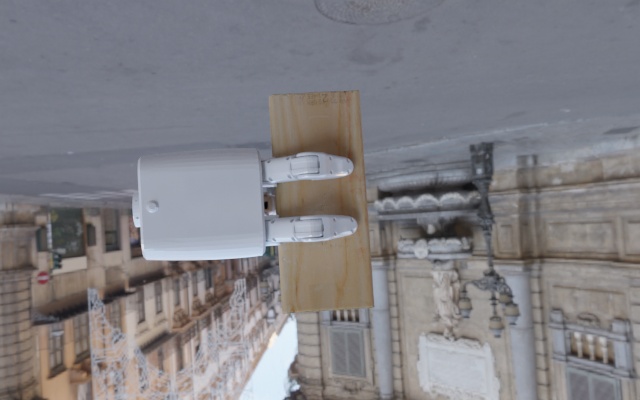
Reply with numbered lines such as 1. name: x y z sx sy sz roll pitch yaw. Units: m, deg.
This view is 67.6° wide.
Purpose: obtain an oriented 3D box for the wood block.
1. wood block: 0.000 0.002 0.492 0.090 0.206 0.091 -3 -2 -2
